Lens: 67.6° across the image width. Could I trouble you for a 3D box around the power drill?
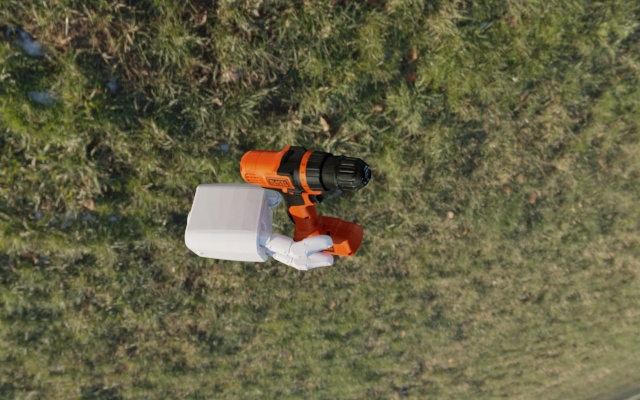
[{"bbox_3d":[0.000,0.002,0.660,0.184,0.057,0.188,8,-36,29],"label":"power drill"}]
